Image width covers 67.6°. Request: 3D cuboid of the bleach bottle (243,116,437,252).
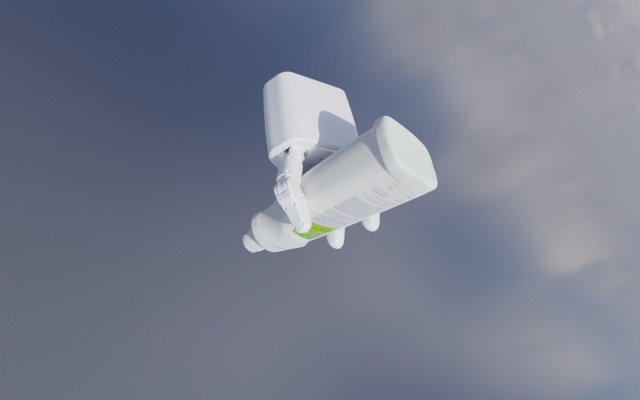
[{"bbox_3d":[0.000,0.002,0.550,0.251,0.068,0.102,-28,-33,30],"label":"bleach bottle"}]
